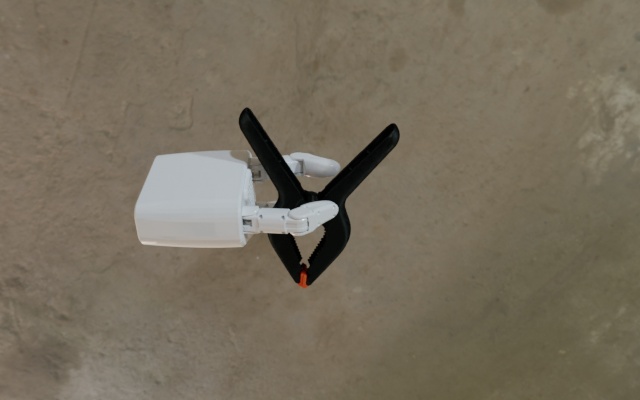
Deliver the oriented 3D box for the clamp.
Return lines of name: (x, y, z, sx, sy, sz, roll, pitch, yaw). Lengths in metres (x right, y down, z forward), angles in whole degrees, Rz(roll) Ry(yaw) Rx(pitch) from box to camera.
clamp: (0.000, 0.003, 0.523, 0.164, 0.210, 0.036, 0, 25, 2)
